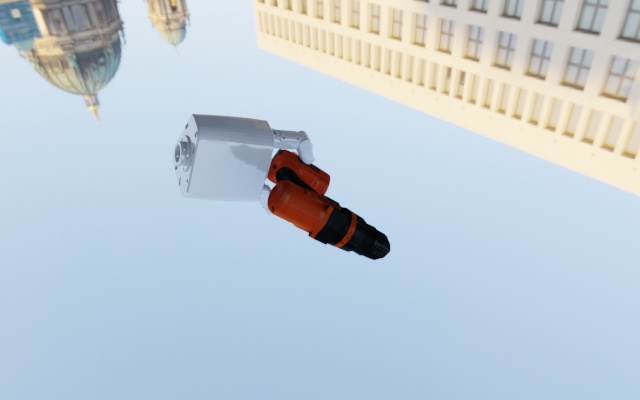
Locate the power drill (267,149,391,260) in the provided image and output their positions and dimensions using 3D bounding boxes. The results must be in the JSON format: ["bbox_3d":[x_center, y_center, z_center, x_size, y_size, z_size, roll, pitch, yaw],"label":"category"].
[{"bbox_3d":[0.000,0.002,0.672,0.184,0.057,0.187,30,12,-25],"label":"power drill"}]
